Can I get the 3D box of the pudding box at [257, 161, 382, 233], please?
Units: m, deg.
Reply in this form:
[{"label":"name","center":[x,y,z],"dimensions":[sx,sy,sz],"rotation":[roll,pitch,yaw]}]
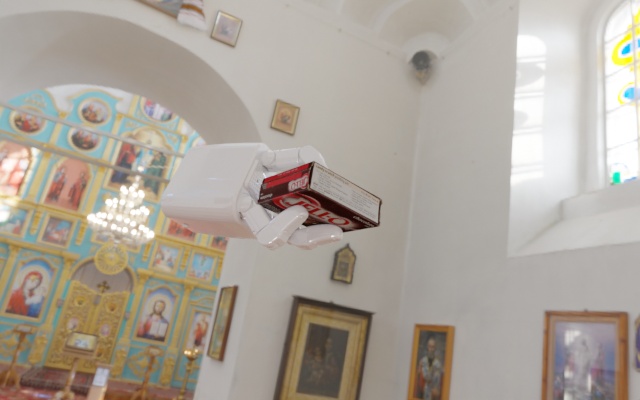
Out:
[{"label":"pudding box","center":[0.000,0.002,0.540],"dimensions":[0.113,0.039,0.090],"rotation":[25,-25,-37]}]
